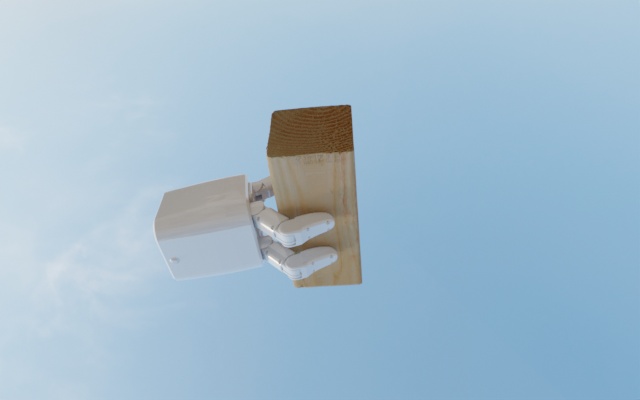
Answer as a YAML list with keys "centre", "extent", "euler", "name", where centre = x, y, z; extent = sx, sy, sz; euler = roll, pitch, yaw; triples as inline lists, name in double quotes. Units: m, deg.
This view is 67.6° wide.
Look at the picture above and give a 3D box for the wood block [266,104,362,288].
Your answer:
- centre: [0.000, 0.002, 0.563]
  extent: [0.090, 0.206, 0.090]
  euler: [-4, 42, 3]
  name: "wood block"
